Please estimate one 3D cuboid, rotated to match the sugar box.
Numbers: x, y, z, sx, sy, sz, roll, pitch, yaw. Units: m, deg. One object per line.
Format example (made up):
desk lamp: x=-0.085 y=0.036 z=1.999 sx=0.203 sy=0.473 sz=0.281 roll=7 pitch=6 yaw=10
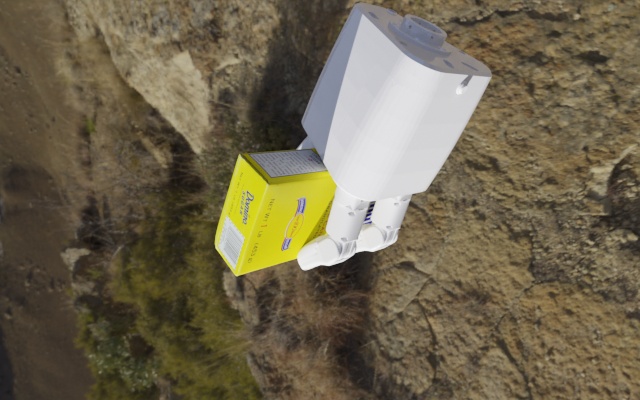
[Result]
sugar box: x=0.000 y=0.002 z=0.418 sx=0.176 sy=0.093 sz=0.048 roll=-9 pitch=44 yaw=-41
